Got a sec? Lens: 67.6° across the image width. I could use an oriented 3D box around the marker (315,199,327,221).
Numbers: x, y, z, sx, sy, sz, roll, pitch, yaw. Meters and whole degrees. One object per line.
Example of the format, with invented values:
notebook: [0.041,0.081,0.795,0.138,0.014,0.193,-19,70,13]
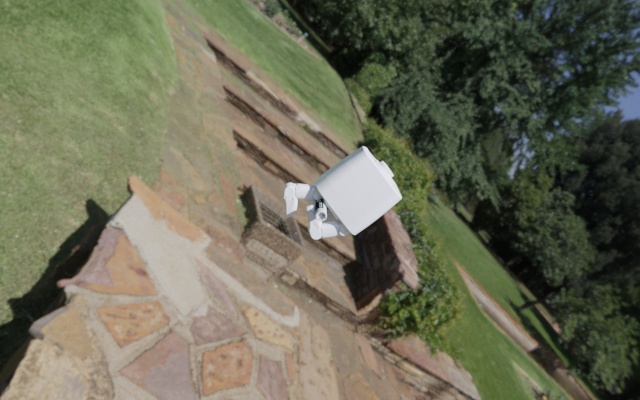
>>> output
marker: [0.000,0.003,0.830,0.020,0.020,0.121,0,23,-1]
